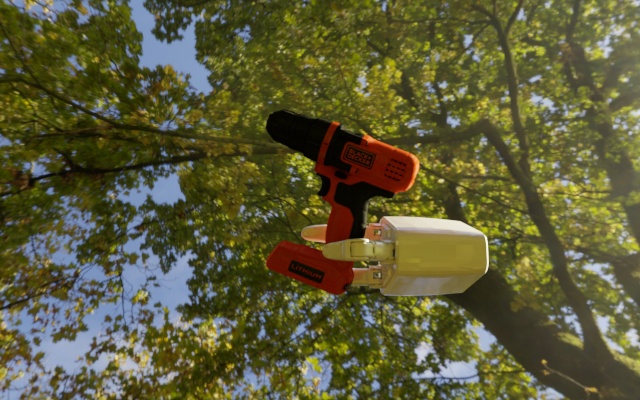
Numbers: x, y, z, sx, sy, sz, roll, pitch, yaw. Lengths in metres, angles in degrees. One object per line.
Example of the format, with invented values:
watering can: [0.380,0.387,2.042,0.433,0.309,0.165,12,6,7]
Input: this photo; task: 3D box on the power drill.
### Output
power drill: [0.000,0.002,0.562,0.184,0.188,0.057,22,12,8]
